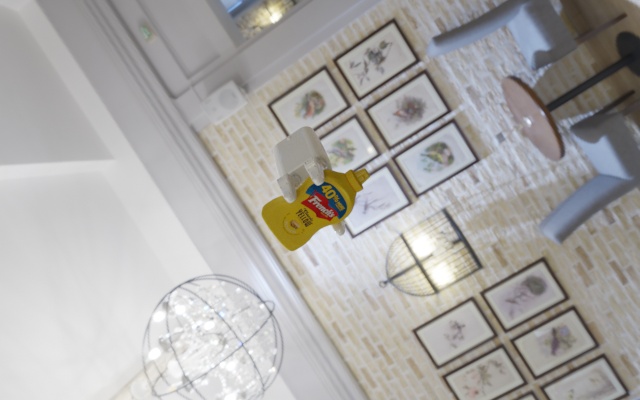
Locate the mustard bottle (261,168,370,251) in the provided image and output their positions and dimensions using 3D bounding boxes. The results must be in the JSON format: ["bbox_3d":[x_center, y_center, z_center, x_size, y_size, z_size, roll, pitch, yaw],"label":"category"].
[{"bbox_3d":[0.000,0.003,0.822,0.191,0.096,0.058,-32,18,11],"label":"mustard bottle"}]
